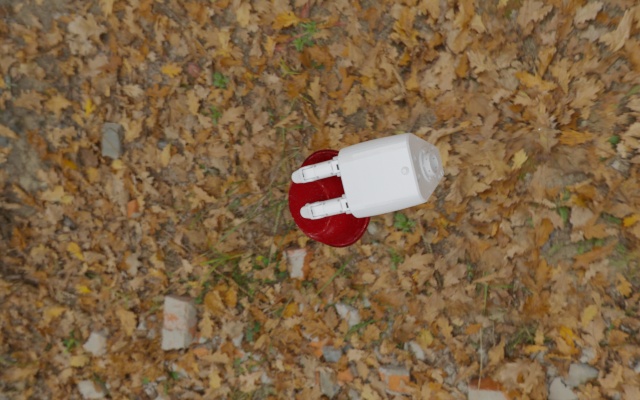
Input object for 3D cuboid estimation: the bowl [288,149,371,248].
[{"bbox_3d":[-0.001,0.003,0.750,0.162,0.162,0.055,0,11,43],"label":"bowl"}]
